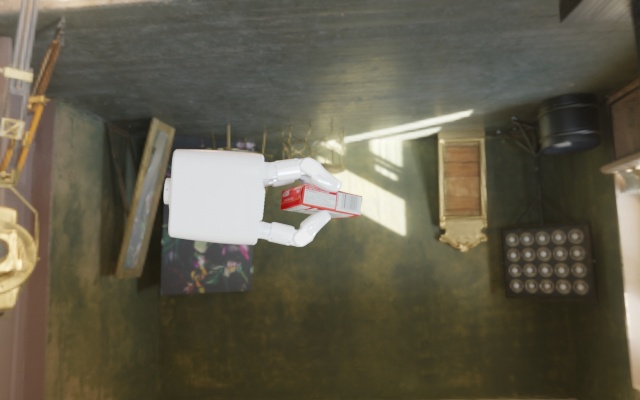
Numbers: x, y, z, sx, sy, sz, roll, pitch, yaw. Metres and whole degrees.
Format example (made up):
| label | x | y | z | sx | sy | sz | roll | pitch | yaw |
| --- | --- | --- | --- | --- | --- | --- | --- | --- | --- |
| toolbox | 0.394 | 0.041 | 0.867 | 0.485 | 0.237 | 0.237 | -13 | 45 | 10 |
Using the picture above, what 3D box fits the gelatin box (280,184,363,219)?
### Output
| label | x | y | z | sx | sy | sz | roll | pitch | yaw |
| --- | --- | --- | --- | --- | --- | --- | --- | --- | --- |
| gelatin box | 0.000 | 0.003 | 0.640 | 0.089 | 0.030 | 0.073 | 11 | -10 | -23 |
